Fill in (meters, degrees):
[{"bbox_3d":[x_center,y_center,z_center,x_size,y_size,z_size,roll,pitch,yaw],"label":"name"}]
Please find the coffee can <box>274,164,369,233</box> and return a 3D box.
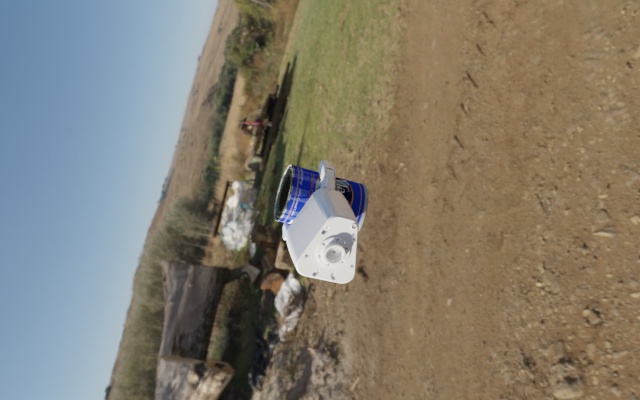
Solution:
[{"bbox_3d":[0.000,0.003,0.846,0.140,0.103,0.103,14,-4,-16],"label":"coffee can"}]
